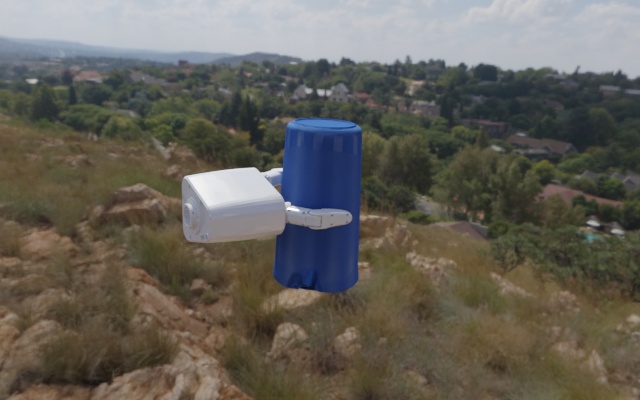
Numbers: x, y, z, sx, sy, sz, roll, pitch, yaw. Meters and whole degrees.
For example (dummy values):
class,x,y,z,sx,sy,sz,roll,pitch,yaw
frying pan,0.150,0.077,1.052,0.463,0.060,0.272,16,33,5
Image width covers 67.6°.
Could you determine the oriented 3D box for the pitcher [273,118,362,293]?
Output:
class,x,y,z,sx,sy,sz,roll,pitch,yaw
pitcher,0.000,0.002,0.719,0.145,0.243,0.149,-8,21,-34
